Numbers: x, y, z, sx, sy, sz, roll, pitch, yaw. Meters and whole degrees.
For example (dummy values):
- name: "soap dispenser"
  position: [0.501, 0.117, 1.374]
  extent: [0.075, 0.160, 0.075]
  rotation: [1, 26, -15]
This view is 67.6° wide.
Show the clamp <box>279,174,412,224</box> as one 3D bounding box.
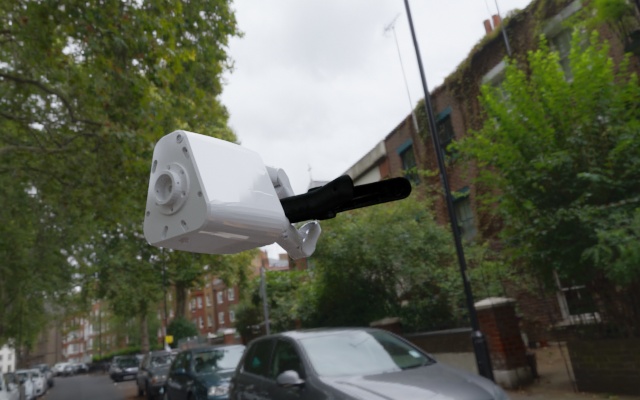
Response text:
- name: "clamp"
  position: [0.000, 0.001, 0.516]
  extent: [0.171, 0.039, 0.120]
  rotation: [-17, -16, 30]
